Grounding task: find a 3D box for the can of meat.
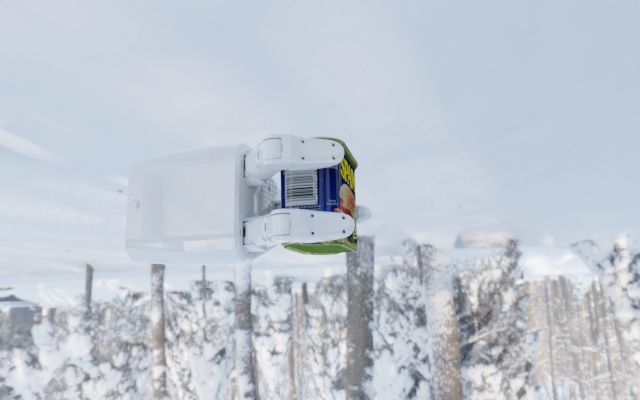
[{"bbox_3d":[0.000,0.002,0.410,0.057,0.084,0.102,-4,-11,13],"label":"can of meat"}]
